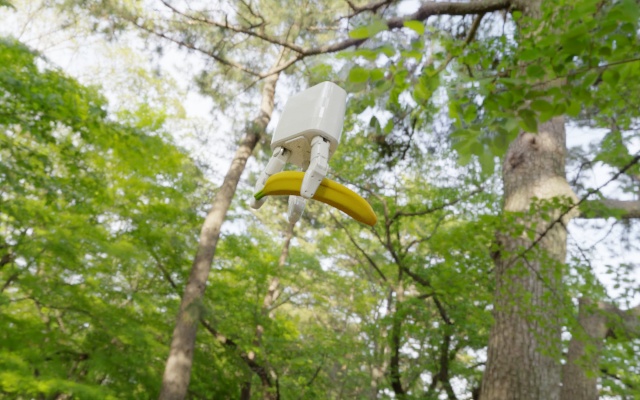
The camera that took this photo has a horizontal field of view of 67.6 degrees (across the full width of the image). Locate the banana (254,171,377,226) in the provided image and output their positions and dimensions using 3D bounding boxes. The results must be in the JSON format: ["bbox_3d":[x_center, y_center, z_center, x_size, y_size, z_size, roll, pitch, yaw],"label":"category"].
[{"bbox_3d":[0.001,-0.008,0.730,0.198,0.037,0.070,14,-32,-6],"label":"banana"}]
